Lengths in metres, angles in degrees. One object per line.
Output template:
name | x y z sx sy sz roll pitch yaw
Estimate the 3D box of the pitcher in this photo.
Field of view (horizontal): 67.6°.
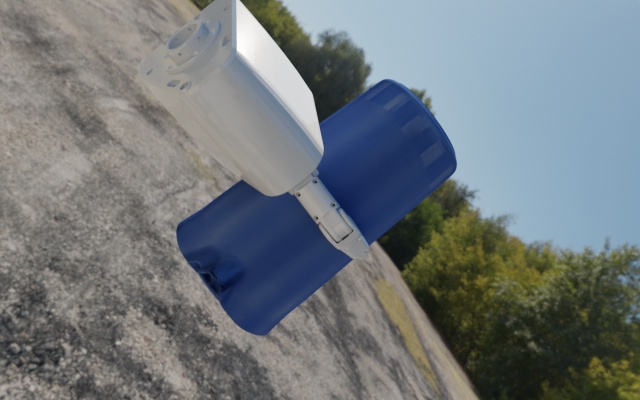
pitcher | 0.000 0.001 0.455 0.145 0.243 0.149 49 6 -42
